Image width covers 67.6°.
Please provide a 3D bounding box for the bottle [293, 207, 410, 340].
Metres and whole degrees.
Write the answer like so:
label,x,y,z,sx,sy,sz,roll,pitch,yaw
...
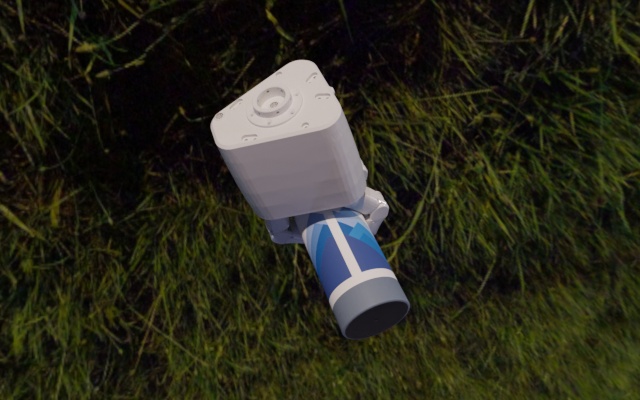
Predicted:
label,x,y,z,sx,sy,sz,roll,pitch,yaw
bottle,0.000,0.002,0.516,0.069,0.295,0.069,-16,-38,-13
